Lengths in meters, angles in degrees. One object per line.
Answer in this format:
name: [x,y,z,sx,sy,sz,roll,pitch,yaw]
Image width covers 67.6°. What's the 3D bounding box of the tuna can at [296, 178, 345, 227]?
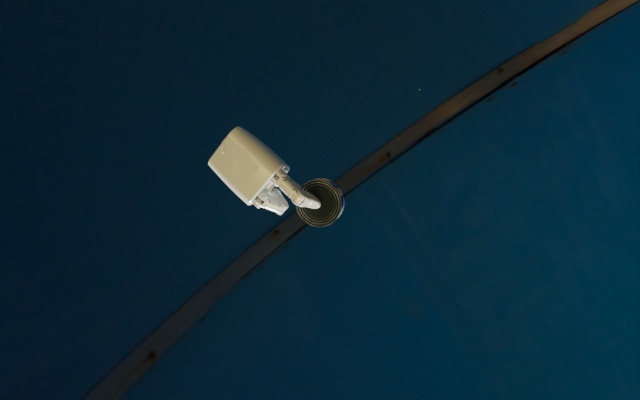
tuna can: [0.000,0.003,0.864,0.086,0.086,0.033,0,9,16]
